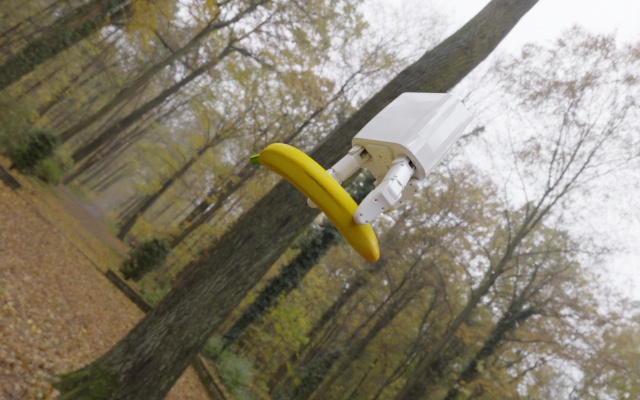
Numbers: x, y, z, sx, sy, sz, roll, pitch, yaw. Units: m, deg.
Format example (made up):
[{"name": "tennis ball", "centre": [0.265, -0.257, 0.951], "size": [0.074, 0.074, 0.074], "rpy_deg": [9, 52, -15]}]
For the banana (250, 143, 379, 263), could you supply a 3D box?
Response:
[{"name": "banana", "centre": [0.000, -0.007, 0.552], "size": [0.198, 0.037, 0.070], "rpy_deg": [41, -19, 8]}]
